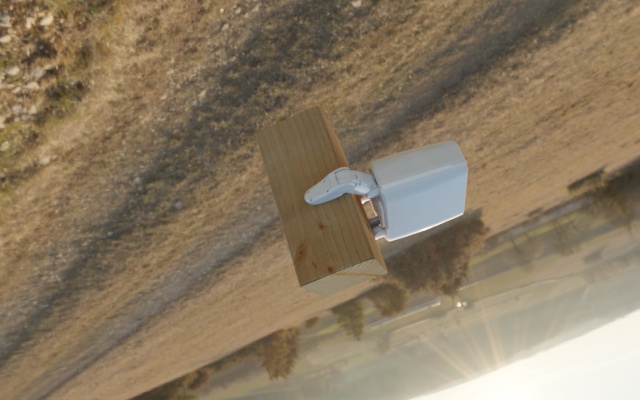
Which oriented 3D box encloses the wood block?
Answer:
[{"bbox_3d":[0.000,0.002,0.592,0.090,0.206,0.091,-23,-24,10],"label":"wood block"}]
